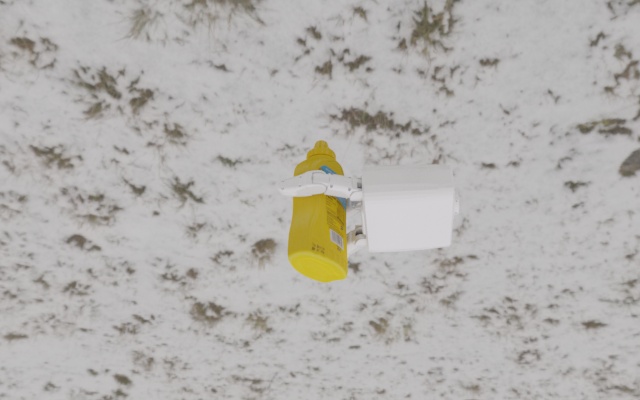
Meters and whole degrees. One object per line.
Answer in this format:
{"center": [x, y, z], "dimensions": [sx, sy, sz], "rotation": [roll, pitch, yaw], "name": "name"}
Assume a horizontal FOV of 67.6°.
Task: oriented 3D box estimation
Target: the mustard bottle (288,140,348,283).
{"center": [0.000, 0.002, 0.620], "dimensions": [0.058, 0.191, 0.096], "rotation": [-17, -35, 28], "name": "mustard bottle"}
